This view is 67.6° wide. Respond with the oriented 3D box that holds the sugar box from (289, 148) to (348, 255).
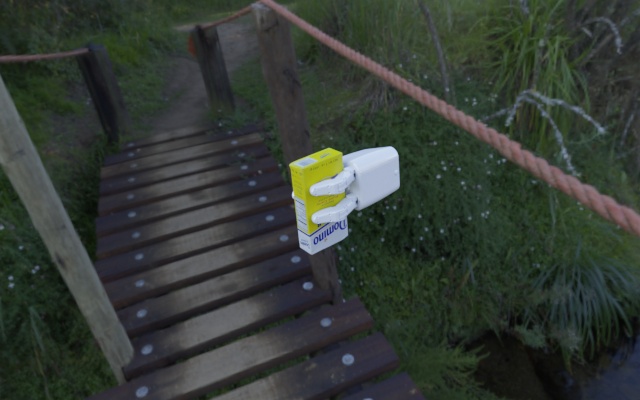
[{"bbox_3d":[0.001,0.003,0.872,0.093,0.176,0.048,-24,31,-30],"label":"sugar box"}]
